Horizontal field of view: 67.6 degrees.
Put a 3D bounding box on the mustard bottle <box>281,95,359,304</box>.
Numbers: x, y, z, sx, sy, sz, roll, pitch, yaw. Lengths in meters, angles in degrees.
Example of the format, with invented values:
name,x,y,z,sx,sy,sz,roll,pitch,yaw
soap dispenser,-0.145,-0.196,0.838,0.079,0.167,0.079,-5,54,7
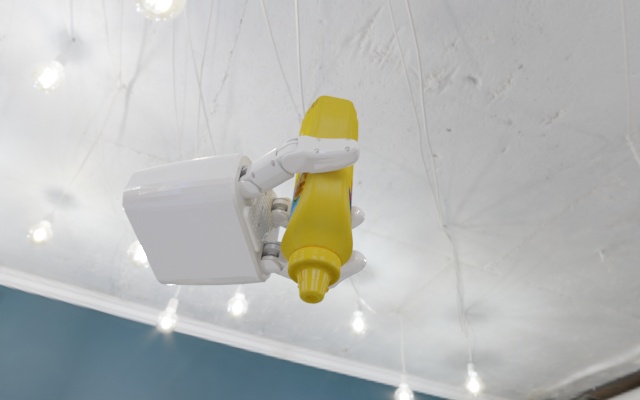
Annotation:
name,x,y,z,sx,sy,sz,roll,pitch,yaw
mustard bottle,0.000,0.001,0.415,0.058,0.191,0.096,11,-42,-5
